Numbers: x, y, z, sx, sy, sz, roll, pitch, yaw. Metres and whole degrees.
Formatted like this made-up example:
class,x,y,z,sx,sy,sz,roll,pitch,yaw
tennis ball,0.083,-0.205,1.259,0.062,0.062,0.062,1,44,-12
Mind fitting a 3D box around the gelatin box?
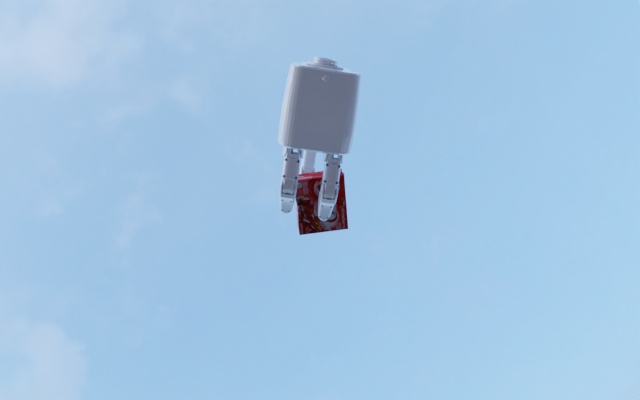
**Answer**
class,x,y,z,sx,sy,sz,roll,pitch,yaw
gelatin box,0.000,0.002,0.691,0.073,0.089,0.030,-7,25,-5
